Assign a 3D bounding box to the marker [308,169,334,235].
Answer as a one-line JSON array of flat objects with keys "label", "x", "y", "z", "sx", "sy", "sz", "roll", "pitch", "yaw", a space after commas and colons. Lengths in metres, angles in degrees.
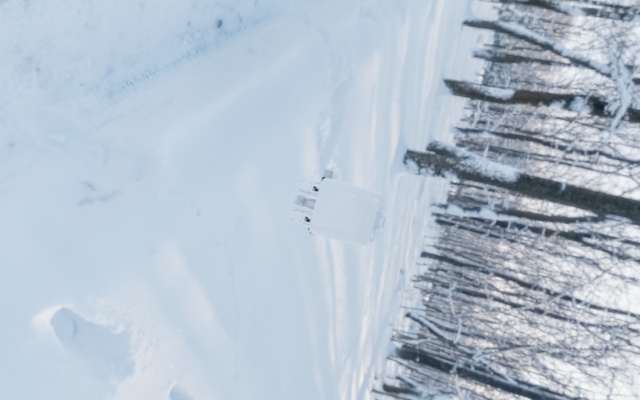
[{"label": "marker", "x": 0.000, "y": 0.003, "z": 0.872, "sx": 0.020, "sy": 0.121, "sz": 0.020, "roll": 15, "pitch": 0, "yaw": 0}]
